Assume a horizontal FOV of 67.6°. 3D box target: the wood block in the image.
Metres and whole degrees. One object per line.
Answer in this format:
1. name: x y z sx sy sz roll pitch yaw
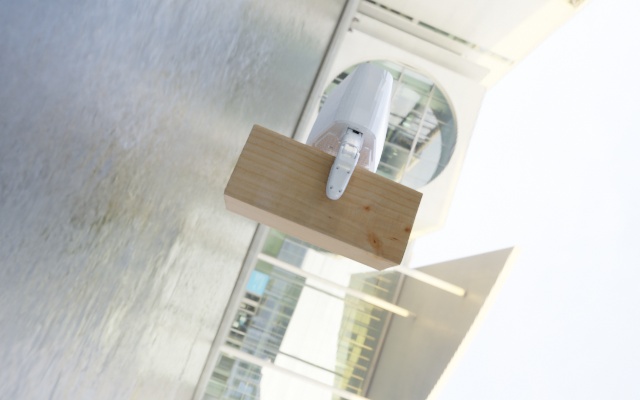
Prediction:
1. wood block: 0.000 0.001 0.562 0.206 0.090 0.091 22 -16 -3
